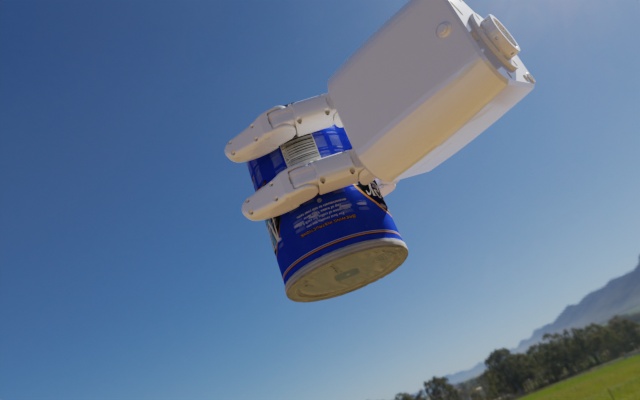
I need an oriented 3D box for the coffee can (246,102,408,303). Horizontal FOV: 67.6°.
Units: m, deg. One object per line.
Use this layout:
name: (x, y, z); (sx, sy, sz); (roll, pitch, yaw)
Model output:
coffee can: (0.000, 0.002, 0.407); (0.103, 0.140, 0.103); (-17, -25, -8)
